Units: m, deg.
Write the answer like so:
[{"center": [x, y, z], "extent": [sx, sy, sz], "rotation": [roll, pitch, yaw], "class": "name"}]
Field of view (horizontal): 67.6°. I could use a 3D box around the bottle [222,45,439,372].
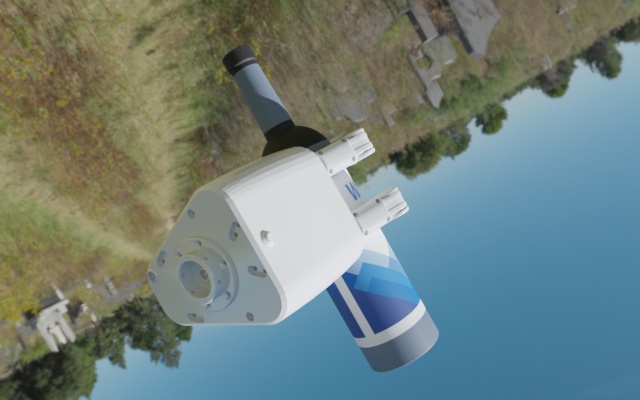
[{"center": [0.000, 0.002, 0.413], "extent": [0.069, 0.295, 0.069], "rotation": [-30, 0, 0], "class": "bottle"}]
